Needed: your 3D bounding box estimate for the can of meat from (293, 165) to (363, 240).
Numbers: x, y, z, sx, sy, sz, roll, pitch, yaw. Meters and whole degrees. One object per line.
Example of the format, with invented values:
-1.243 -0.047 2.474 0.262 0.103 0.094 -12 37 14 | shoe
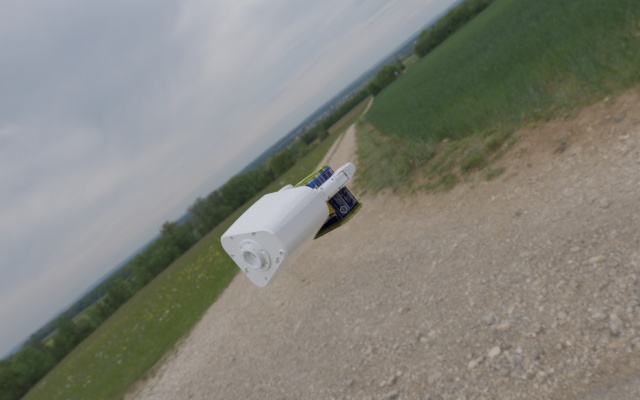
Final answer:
0.000 0.002 0.736 0.102 0.084 0.057 -32 10 47 | can of meat
